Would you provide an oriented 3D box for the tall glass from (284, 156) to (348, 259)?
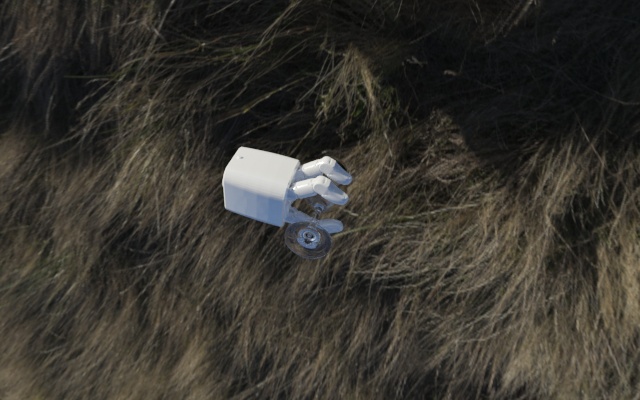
[{"bbox_3d":[0.000,0.003,0.800,0.079,0.079,0.201,0,35,14],"label":"tall glass"}]
